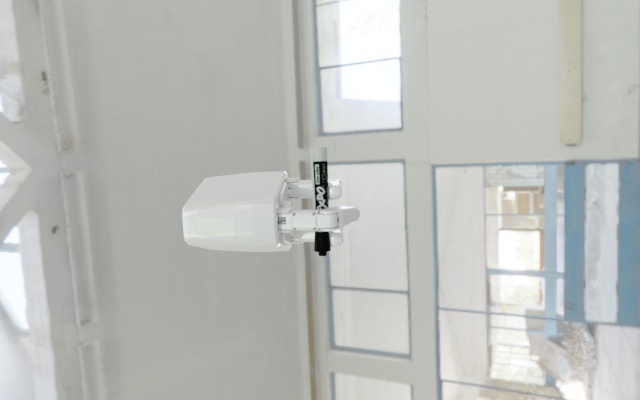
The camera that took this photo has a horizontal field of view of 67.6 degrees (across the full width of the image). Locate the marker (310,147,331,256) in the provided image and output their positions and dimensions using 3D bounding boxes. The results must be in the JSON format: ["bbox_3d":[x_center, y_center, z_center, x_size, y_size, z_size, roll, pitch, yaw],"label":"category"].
[{"bbox_3d":[0.000,0.002,0.531,0.020,0.121,0.020,-2,6,0],"label":"marker"}]
